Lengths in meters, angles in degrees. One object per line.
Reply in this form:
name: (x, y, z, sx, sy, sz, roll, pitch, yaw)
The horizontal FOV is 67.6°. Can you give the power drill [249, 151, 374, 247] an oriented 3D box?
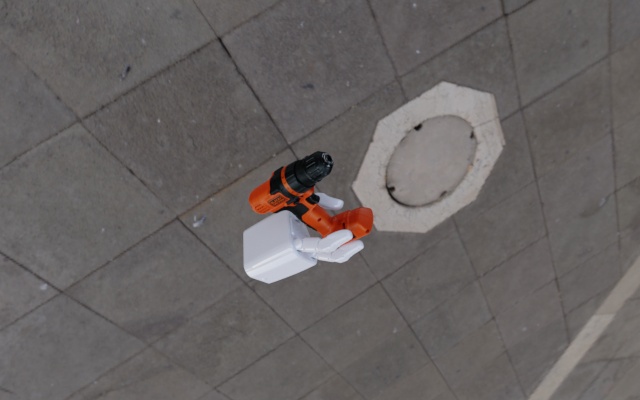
power drill: (0.000, 0.003, 0.797, 0.188, 0.057, 0.184, 34, -41, -29)
